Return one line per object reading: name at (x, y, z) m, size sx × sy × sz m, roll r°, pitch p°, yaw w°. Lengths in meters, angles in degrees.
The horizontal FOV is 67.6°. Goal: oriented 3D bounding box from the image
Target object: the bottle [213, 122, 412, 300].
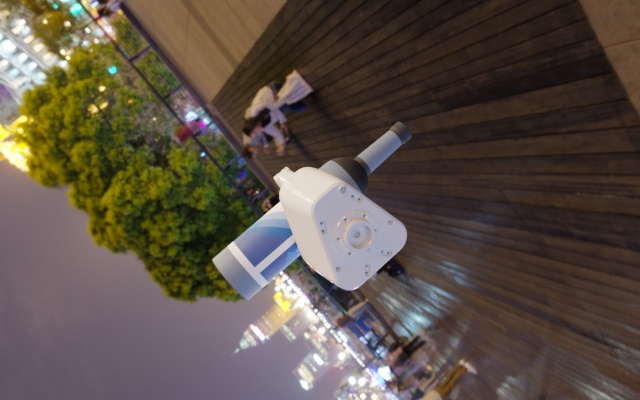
bottle at (0.000, 0.002, 0.604) m, size 0.295 × 0.069 × 0.069 m, roll -41°, pitch 7°, yaw -9°
